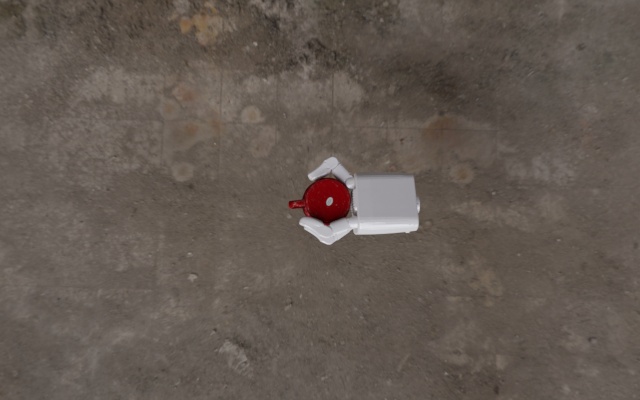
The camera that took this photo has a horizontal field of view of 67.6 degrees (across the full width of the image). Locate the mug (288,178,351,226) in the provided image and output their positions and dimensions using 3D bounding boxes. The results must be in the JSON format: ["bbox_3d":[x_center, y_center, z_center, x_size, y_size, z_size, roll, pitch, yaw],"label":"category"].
[{"bbox_3d":[-0.001,0.003,0.870,0.117,0.093,0.081,-2,-4,-2],"label":"mug"}]
